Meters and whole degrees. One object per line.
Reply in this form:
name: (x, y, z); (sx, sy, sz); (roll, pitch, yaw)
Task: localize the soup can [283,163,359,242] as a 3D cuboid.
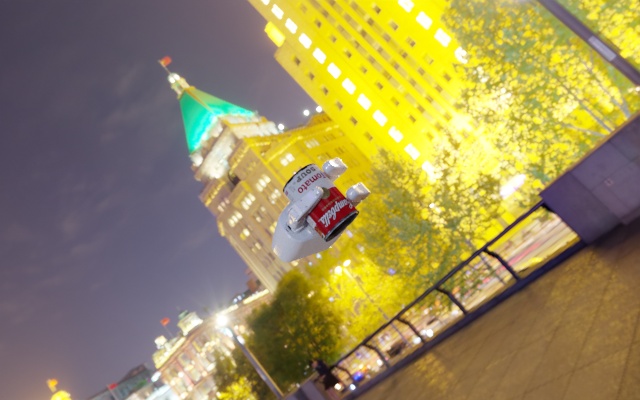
soup can: (0.000, 0.002, 0.720); (0.068, 0.102, 0.068); (-39, -13, -11)
